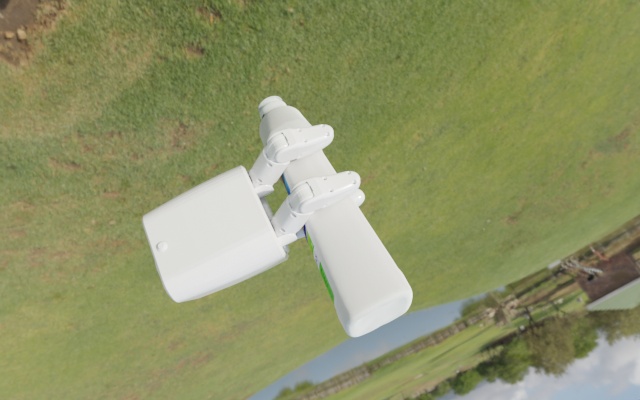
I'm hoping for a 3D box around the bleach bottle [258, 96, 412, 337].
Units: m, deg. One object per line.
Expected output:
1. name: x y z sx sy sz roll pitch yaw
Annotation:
1. bleach bottle: 0.000 0.002 0.470 0.068 0.250 0.103 -26 -25 -5
